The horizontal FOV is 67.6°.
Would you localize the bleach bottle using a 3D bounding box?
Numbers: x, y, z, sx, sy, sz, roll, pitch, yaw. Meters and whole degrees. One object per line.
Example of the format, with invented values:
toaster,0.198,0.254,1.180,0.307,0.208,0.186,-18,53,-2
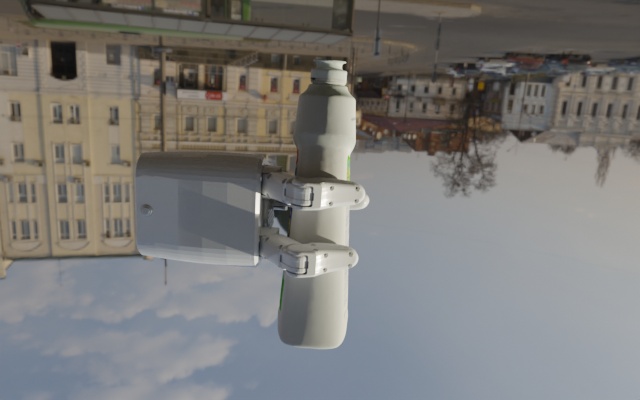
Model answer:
bleach bottle,0.000,0.002,0.442,0.068,0.251,0.102,4,13,1
